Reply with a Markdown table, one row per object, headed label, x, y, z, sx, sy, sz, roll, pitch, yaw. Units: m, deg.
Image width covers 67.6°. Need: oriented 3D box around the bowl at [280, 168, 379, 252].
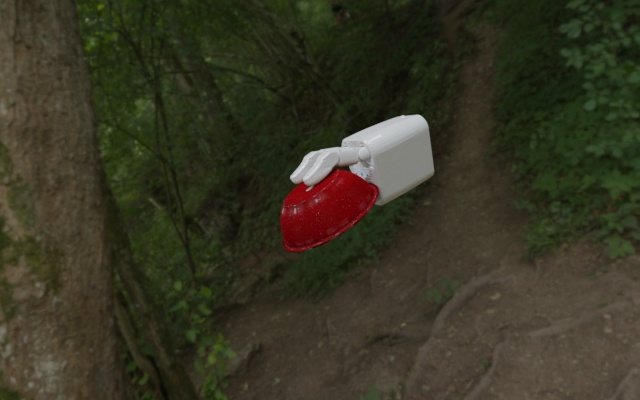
| label | x | y | z | sx | sy | sz | roll | pitch | yaw |
| --- | --- | --- | --- | --- | --- | --- | --- | --- | --- |
| bowl | -0.001 | 0.003 | 0.677 | 0.162 | 0.055 | 0.162 | -30 | 18 | 11 |
